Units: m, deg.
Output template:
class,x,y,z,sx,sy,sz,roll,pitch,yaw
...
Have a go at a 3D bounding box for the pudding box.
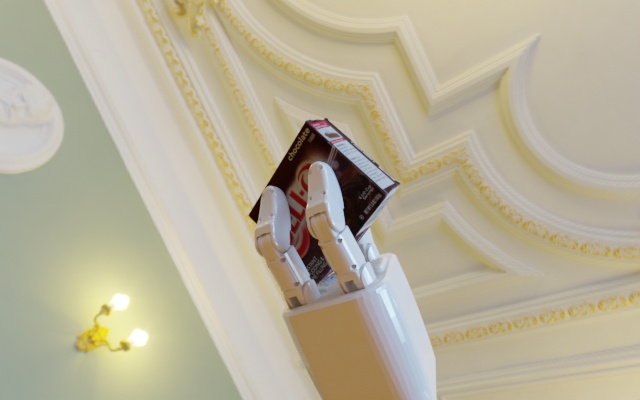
class,x,y,z,sx,sy,sz,roll,pitch,yaw
pudding box,0.000,0.001,0.407,0.090,0.113,0.039,43,29,14
